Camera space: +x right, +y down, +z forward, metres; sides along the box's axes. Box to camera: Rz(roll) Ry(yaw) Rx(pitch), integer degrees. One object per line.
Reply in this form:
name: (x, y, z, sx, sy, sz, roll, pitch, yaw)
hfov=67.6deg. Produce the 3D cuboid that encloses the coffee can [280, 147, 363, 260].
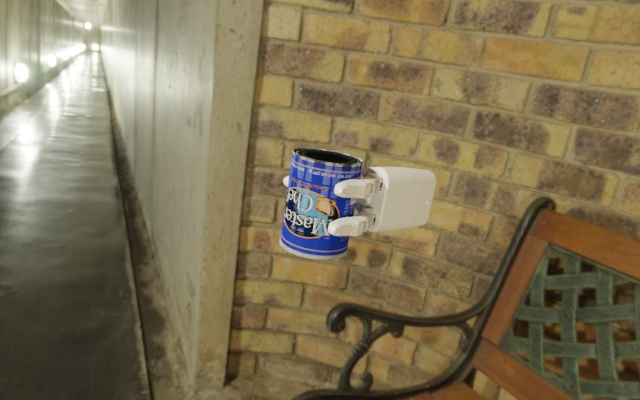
coffee can: (0.000, 0.002, 0.694, 0.103, 0.140, 0.102, 8, 16, -2)
